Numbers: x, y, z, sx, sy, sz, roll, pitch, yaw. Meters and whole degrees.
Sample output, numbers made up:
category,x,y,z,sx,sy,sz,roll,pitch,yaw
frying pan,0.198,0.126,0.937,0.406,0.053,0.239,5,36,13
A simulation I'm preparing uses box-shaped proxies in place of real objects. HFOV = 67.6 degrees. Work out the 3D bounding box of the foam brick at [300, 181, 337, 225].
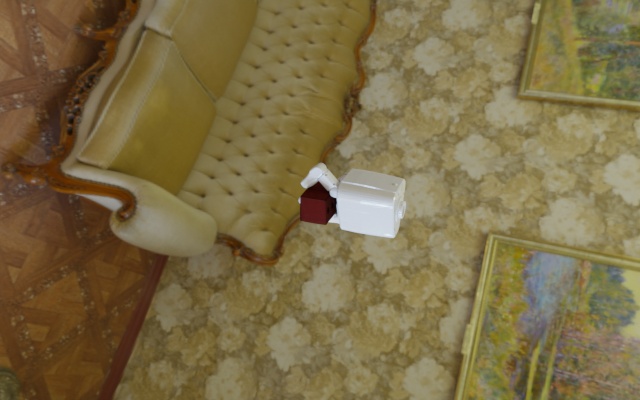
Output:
category,x,y,z,sx,sy,sz,roll,pitch,yaw
foam brick,0.000,0.003,0.895,0.051,0.053,0.078,11,30,19
